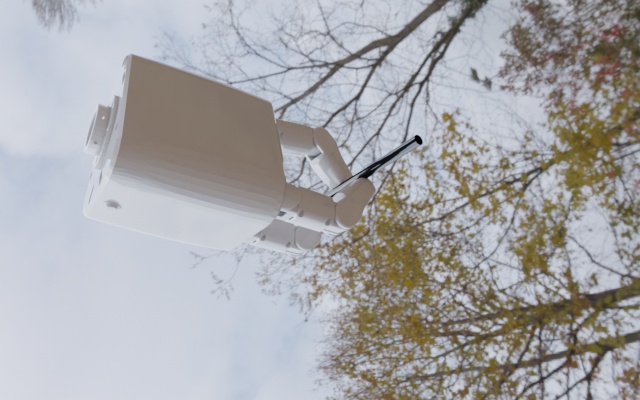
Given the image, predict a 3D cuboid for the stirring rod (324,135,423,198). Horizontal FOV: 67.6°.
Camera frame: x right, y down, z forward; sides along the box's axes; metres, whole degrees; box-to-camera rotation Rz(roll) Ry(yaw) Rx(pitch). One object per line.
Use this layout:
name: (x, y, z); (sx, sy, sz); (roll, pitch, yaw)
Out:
stirring rod: (0.000, 0.001, 0.419); (0.011, 0.011, 0.239); (0, -21, -37)
